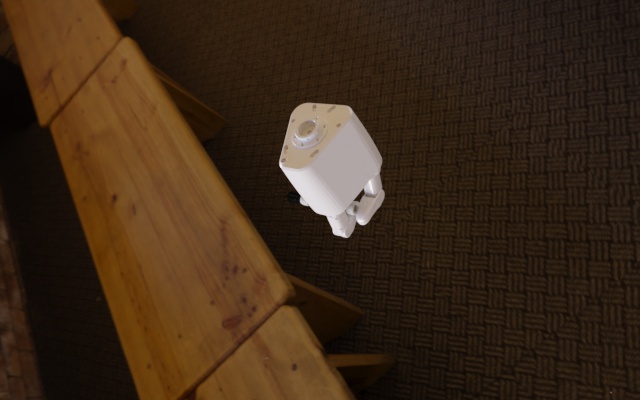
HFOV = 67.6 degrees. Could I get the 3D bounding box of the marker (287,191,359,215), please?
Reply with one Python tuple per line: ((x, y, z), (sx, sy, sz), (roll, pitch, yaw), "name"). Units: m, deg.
((0.000, 0.002, 0.699), (0.121, 0.020, 0.020), (10, 6, 34), "marker")
